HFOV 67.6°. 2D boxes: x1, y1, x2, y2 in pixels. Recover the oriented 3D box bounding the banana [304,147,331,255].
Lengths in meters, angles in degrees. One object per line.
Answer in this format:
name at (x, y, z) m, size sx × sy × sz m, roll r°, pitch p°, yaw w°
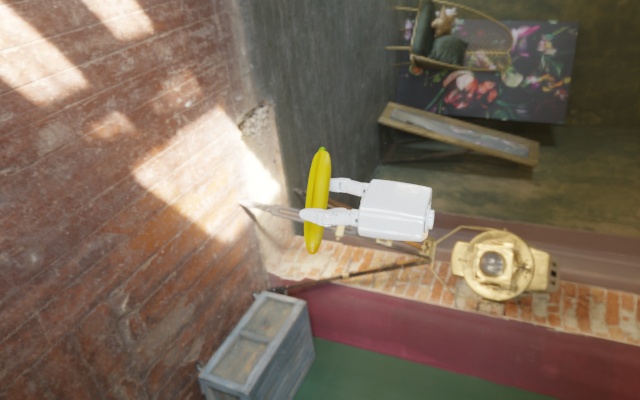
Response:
banana at (-0.003, -0.003, 0.837) m, size 0.037 × 0.198 × 0.069 m, roll 6°, pitch -6°, yaw 12°
